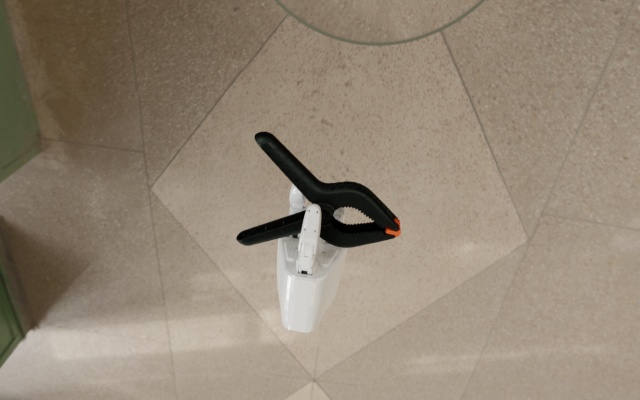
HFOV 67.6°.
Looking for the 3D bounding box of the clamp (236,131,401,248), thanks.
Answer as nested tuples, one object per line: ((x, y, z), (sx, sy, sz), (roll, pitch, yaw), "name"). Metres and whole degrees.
((0.001, 0.003, 0.596), (0.210, 0.165, 0.036), (9, 32, 2), "clamp")
